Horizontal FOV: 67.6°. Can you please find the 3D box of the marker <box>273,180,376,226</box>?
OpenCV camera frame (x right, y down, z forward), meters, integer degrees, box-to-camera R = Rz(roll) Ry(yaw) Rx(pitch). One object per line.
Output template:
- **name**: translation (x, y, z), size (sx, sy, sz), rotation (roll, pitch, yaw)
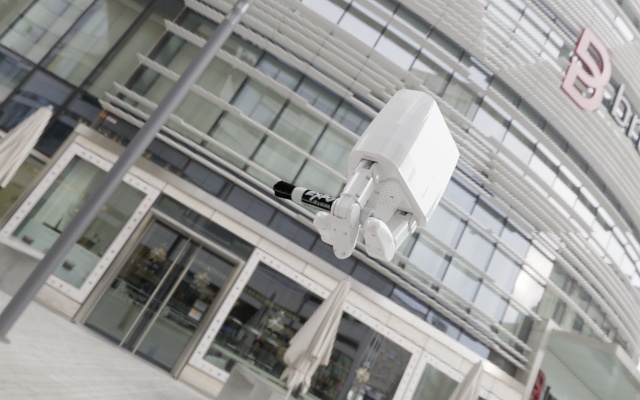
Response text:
- **marker**: translation (0.000, 0.002, 0.493), size (0.121, 0.020, 0.020), rotation (18, 9, 30)
